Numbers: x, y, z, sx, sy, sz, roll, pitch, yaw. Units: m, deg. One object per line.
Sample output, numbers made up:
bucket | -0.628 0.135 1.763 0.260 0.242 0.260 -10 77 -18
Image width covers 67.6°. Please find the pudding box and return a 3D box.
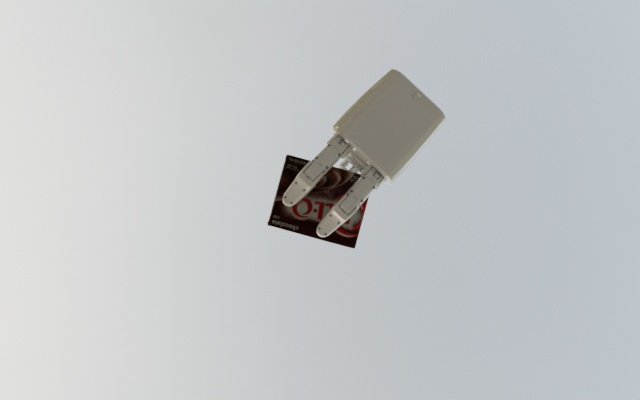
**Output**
pudding box | 0.000 0.002 0.591 0.113 0.090 0.039 15 -2 -2
